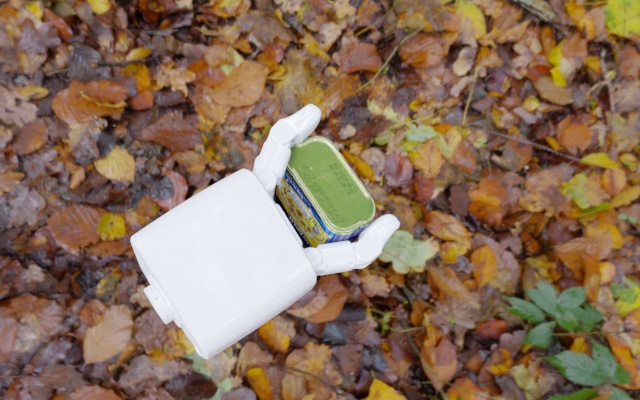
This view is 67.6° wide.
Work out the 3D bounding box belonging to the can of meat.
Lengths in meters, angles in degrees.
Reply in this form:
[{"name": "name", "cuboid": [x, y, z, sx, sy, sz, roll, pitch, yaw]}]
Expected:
[{"name": "can of meat", "cuboid": [0.000, 0.001, 0.455, 0.057, 0.102, 0.084, -28, -16, -24]}]
